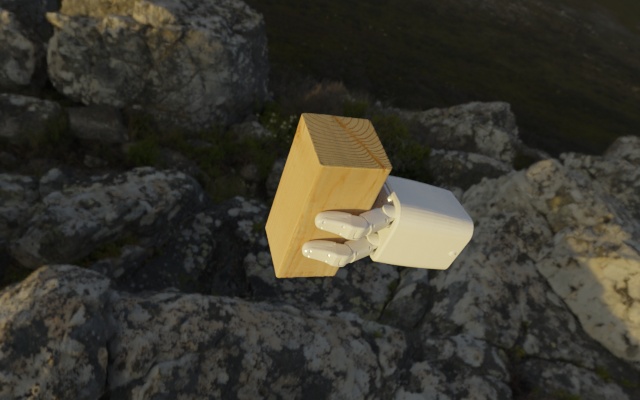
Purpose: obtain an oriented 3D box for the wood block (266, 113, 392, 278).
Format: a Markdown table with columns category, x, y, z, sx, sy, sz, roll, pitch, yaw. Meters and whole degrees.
| category | x | y | z | sx | sy | sz | roll | pitch | yaw |
| --- | --- | --- | --- | --- | --- | --- | --- | --- | --- |
| wood block | 0.000 | 0.002 | 0.605 | 0.090 | 0.090 | 0.206 | 2 | -43 | -21 |
